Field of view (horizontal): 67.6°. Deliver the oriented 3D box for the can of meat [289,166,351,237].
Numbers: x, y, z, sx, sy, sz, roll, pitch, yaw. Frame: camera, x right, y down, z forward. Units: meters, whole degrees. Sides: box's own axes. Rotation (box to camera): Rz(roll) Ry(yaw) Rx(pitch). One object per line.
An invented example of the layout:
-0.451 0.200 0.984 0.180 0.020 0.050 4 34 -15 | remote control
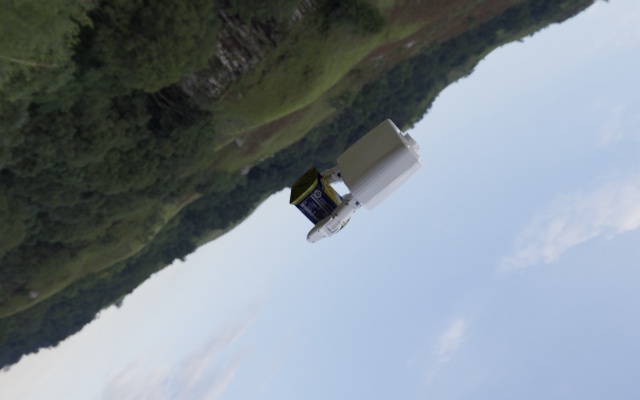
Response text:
0.000 0.003 0.763 0.057 0.084 0.102 -41 15 12 | can of meat
